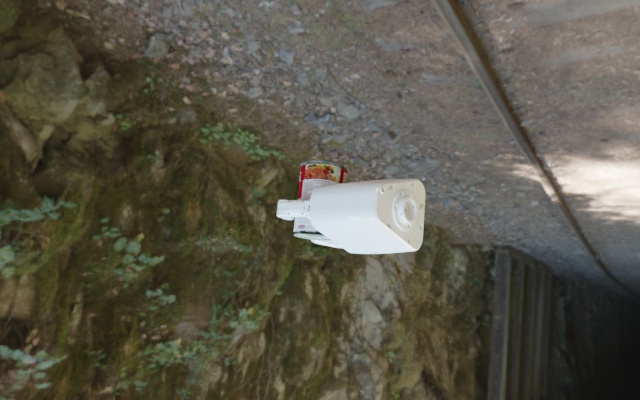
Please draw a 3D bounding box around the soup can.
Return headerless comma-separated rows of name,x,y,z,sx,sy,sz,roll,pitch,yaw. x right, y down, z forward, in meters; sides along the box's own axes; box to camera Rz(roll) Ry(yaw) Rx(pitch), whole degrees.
soup can,0.000,0.003,0.675,0.068,0.102,0.068,6,-11,1
